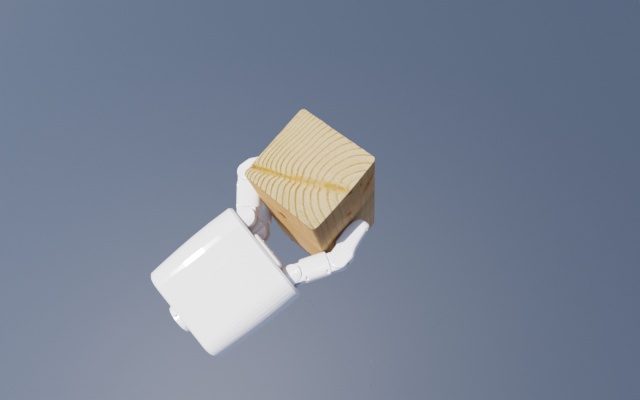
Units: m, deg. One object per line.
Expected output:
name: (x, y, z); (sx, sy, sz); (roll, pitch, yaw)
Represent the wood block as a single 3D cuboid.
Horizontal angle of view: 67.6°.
wood block: (0.000, 0.002, 0.534); (0.091, 0.090, 0.206); (38, -11, 16)
